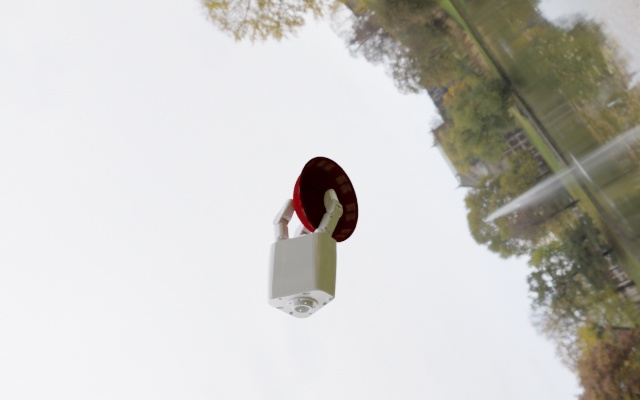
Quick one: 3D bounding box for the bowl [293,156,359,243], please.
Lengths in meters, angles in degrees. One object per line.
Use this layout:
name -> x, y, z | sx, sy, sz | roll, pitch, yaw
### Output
bowl -> 0.000, 0.002, 0.878 | 0.055, 0.162, 0.162 | -18, -12, 40
